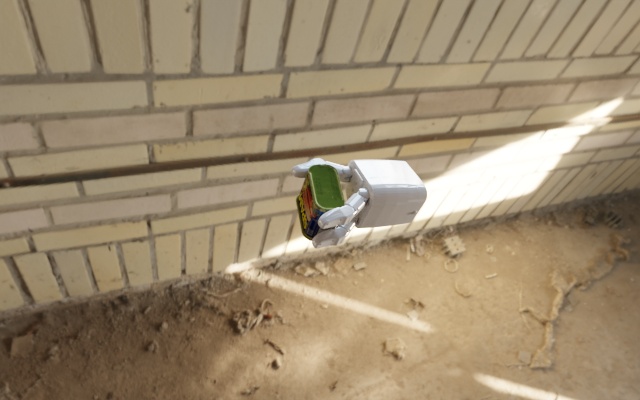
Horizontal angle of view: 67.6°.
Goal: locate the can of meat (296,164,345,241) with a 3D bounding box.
[{"bbox_3d":[0.000,0.002,0.786,0.057,0.102,0.084,1,-38,-17],"label":"can of meat"}]
